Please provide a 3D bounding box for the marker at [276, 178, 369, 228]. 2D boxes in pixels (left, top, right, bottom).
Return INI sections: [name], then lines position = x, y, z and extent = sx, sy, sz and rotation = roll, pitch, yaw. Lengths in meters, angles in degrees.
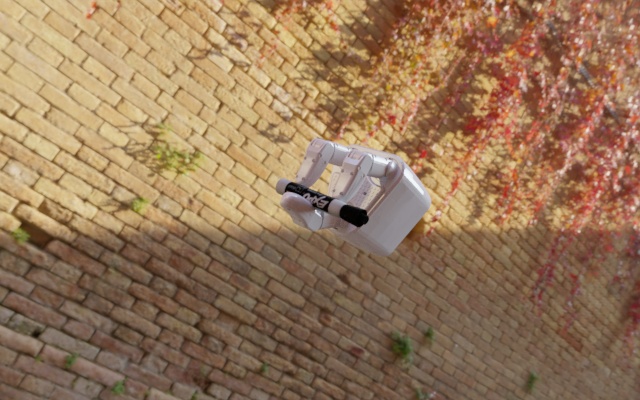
[marker]
position = 0.000, 0.002, 0.495
extent = 0.121, 0.020, 0.020
rotation = 22, 14, 38
